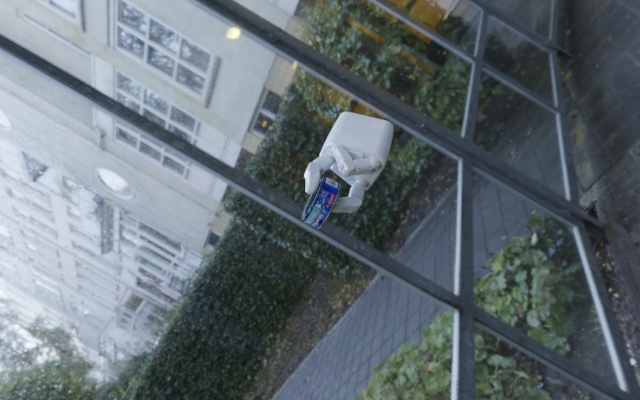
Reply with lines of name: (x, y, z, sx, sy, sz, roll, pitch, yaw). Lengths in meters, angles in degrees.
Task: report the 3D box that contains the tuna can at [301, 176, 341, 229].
tuna can: (0.000, 0.002, 0.807, 0.034, 0.086, 0.086, 26, -4, -8)
